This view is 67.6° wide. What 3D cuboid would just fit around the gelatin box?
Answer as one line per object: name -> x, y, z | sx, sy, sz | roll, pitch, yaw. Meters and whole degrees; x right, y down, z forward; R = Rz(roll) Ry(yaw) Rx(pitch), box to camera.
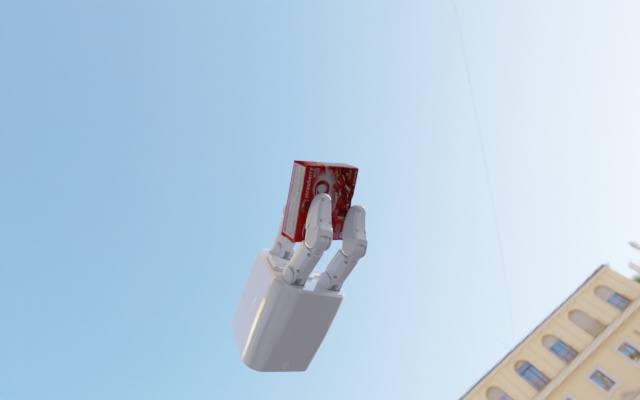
gelatin box -> 0.000, 0.001, 0.534 | 0.073, 0.089, 0.030 | 1, 16, -36
